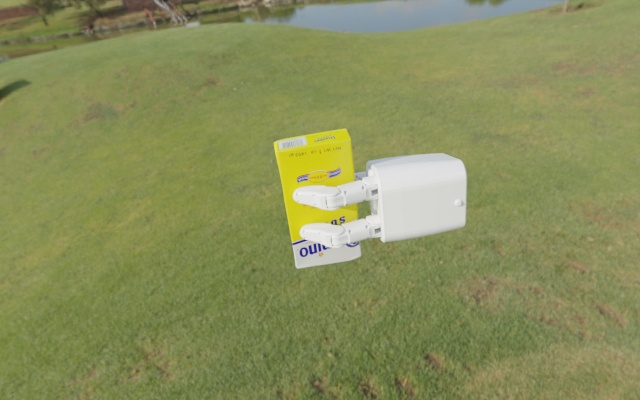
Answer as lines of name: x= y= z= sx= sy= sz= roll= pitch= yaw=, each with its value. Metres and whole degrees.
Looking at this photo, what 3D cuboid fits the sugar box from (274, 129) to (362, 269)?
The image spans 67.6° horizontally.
sugar box: x=0.000 y=0.002 z=0.617 sx=0.093 sy=0.176 sz=0.048 roll=-10 pitch=28 yaw=-2
